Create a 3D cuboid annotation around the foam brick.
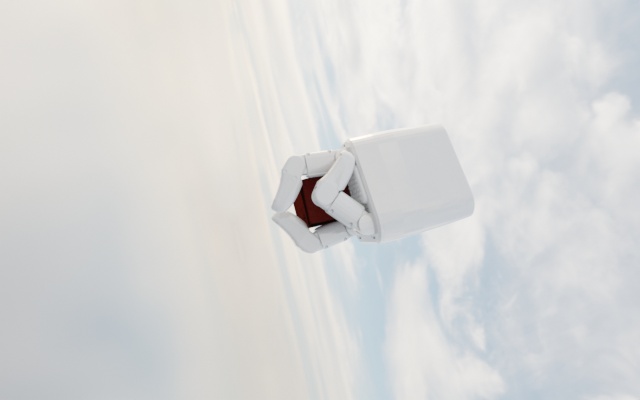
[{"bbox_3d":[0.000,0.002,0.532,0.051,0.053,0.078,-14,-2,-11],"label":"foam brick"}]
